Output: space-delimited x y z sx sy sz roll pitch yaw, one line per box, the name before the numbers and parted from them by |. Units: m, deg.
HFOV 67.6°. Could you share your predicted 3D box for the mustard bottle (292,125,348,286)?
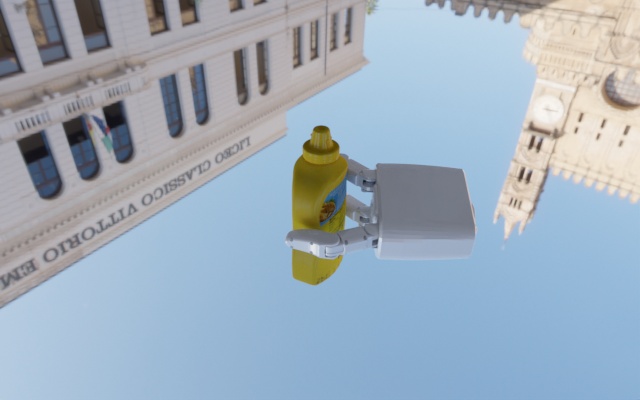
mustard bottle | 0.000 0.002 0.562 0.058 0.192 0.096 17 38 20
